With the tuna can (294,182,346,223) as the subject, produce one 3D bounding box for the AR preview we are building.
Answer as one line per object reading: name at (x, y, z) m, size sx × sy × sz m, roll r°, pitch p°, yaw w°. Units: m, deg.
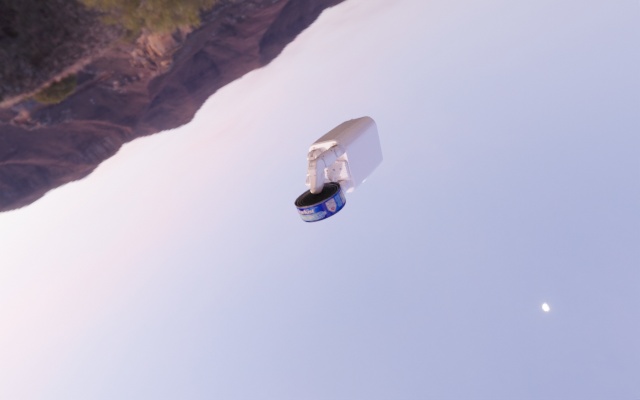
tuna can at (0.000, 0.003, 0.824) m, size 0.086 × 0.034 × 0.086 m, roll -21°, pitch 20°, yaw 8°
